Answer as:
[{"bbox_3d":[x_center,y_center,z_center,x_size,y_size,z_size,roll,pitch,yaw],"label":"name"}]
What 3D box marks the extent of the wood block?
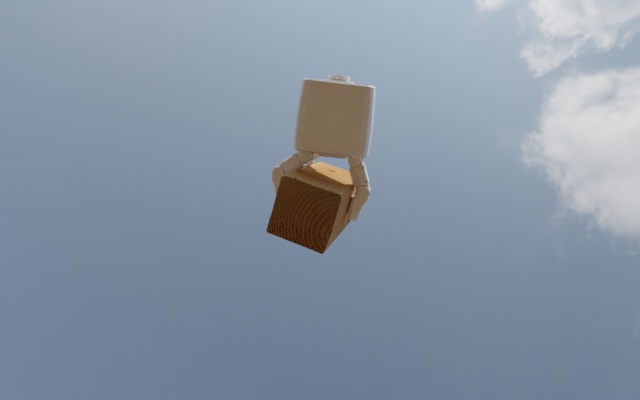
[{"bbox_3d":[0.001,0.002,0.753,0.091,0.090,0.206,20,14,10],"label":"wood block"}]
